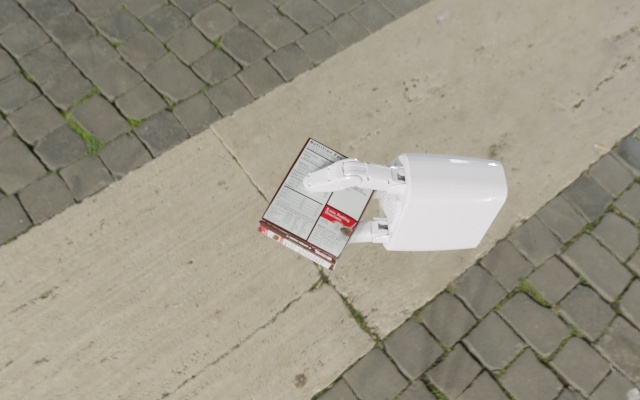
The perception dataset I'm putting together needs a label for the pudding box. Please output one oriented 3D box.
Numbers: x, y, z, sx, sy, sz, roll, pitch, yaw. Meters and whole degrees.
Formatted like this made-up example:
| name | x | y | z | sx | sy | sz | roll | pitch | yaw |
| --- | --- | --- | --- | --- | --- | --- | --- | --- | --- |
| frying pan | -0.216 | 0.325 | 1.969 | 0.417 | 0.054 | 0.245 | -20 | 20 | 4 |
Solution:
| name | x | y | z | sx | sy | sz | roll | pitch | yaw |
| --- | --- | --- | --- | --- | --- | --- | --- | --- | --- |
| pudding box | 0.000 | 0.002 | 0.497 | 0.090 | 0.113 | 0.039 | 28 | -27 | 3 |
